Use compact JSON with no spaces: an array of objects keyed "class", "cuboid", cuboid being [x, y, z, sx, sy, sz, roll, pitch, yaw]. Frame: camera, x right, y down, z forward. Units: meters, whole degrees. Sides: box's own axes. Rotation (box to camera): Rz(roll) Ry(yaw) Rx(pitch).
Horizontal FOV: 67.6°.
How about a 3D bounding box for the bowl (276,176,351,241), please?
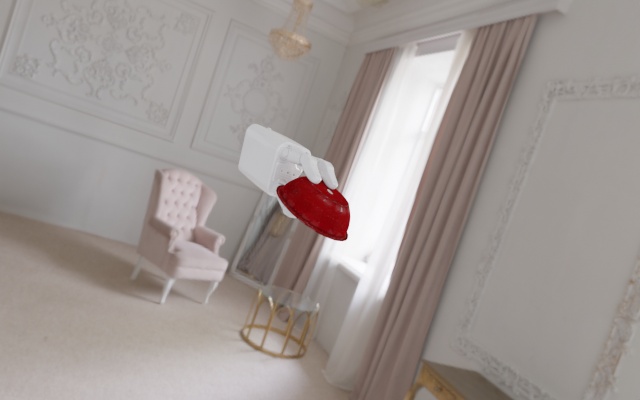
[{"class":"bowl","cuboid":[0.001,0.003,0.876,0.162,0.055,0.162,34,16,-11]}]
